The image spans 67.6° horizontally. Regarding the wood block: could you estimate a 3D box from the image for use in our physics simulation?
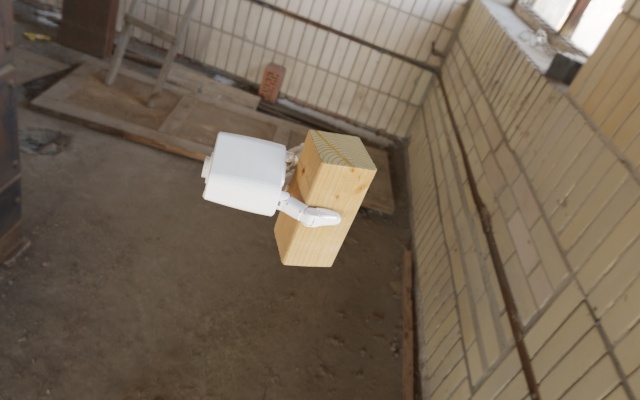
[{"bbox_3d":[0.000,0.003,0.766,0.090,0.206,0.090,6,38,-22],"label":"wood block"}]
